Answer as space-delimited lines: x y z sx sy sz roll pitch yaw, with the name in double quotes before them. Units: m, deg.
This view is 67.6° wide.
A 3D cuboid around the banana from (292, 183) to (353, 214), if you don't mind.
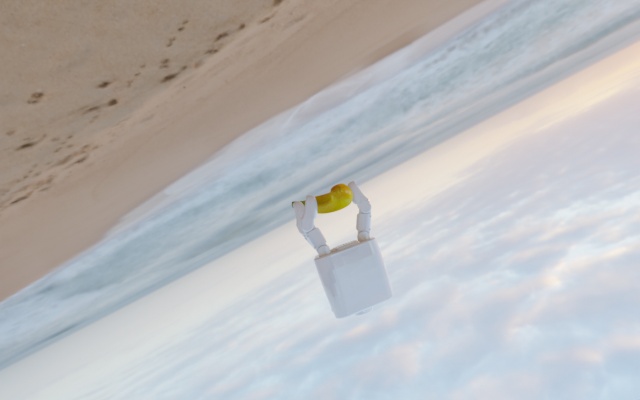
"banana" 0.016 0.001 0.817 0.069 0.037 0.198 -8 -6 -24
